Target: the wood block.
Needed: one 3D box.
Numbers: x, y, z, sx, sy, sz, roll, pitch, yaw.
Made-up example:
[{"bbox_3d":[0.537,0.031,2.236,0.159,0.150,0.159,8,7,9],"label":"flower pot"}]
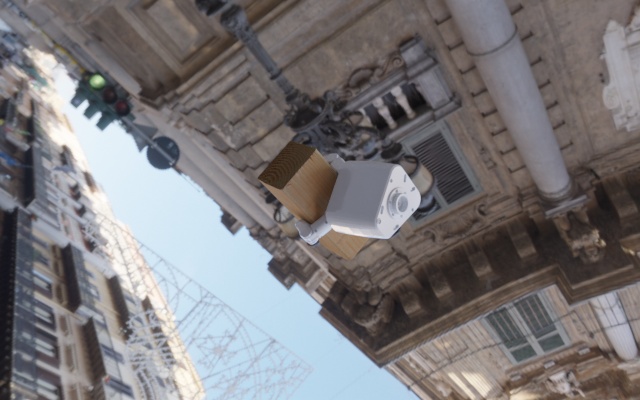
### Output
[{"bbox_3d":[0.000,0.003,0.837,0.206,0.091,0.090,48,-14,-34],"label":"wood block"}]
